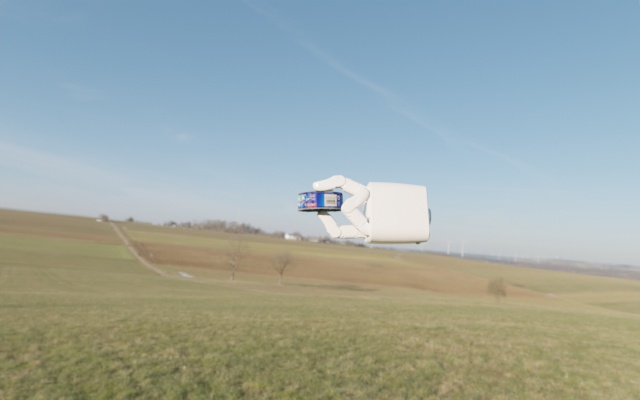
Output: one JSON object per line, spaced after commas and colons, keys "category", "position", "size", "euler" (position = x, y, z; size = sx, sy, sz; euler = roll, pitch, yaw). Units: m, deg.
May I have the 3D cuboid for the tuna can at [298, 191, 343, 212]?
{"category": "tuna can", "position": [0.000, 0.002, 0.898], "size": [0.086, 0.033, 0.086], "euler": [-1, -5, 0]}
